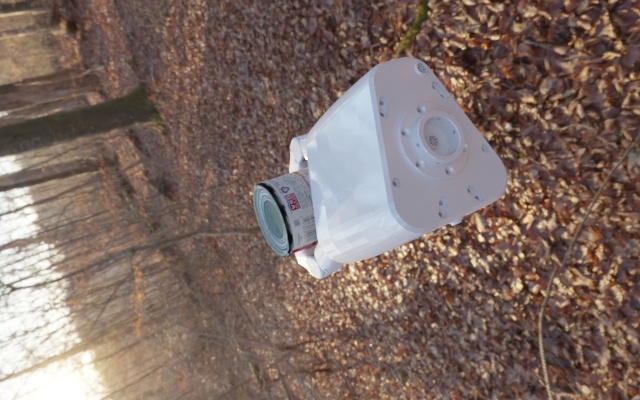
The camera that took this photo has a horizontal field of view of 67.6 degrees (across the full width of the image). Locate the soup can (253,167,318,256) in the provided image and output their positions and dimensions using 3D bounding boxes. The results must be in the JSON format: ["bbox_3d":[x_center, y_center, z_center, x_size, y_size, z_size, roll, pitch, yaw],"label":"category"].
[{"bbox_3d":[0.000,0.002,0.426,0.102,0.068,0.068,-21,9,-25],"label":"soup can"}]
